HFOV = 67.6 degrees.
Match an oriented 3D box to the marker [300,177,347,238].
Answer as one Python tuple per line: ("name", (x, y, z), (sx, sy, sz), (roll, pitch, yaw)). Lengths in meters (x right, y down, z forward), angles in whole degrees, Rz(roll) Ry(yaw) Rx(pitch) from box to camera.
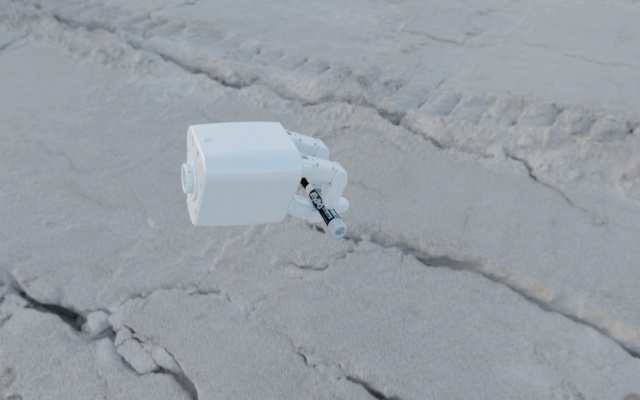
("marker", (0.000, 0.002, 0.604), (0.020, 0.020, 0.121), (0, 36, -28))
